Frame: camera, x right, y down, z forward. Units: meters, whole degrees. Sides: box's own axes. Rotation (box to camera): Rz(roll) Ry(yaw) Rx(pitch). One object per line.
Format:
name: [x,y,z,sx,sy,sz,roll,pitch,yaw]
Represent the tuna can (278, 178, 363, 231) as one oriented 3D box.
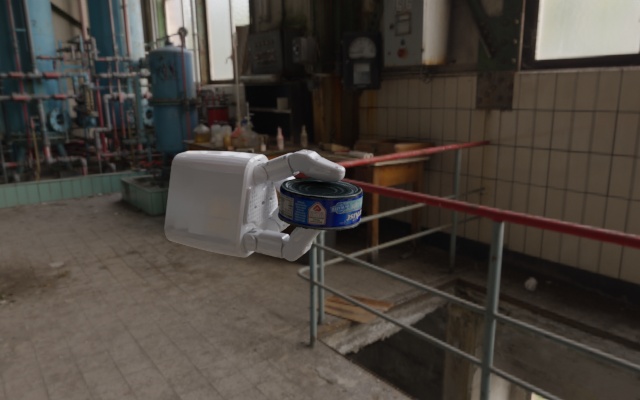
tuna can: [0.000,0.001,0.487,0.086,0.034,0.086,4,15,-1]
